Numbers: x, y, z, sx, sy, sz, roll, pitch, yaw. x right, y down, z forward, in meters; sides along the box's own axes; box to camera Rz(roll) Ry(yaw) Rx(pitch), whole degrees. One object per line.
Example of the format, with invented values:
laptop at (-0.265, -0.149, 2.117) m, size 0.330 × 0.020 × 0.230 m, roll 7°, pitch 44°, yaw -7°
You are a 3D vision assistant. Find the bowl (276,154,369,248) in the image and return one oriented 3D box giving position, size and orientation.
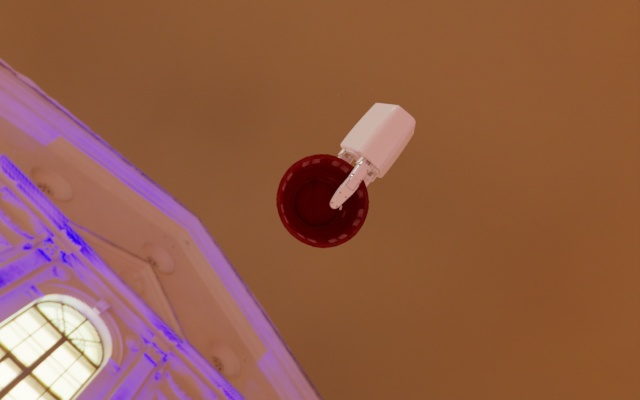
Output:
bowl at (-0.001, 0.004, 0.838) m, size 0.162 × 0.162 × 0.055 m, roll 0°, pitch -6°, yaw -12°
